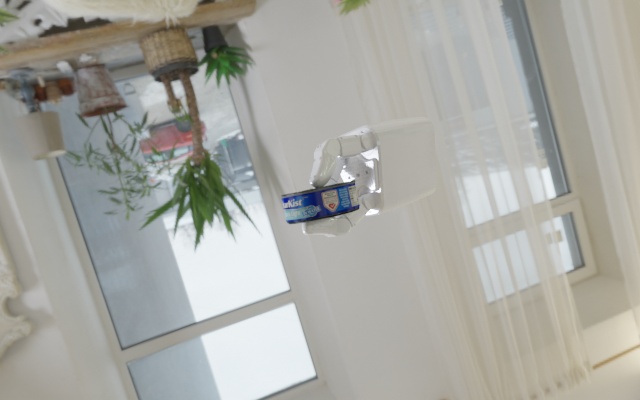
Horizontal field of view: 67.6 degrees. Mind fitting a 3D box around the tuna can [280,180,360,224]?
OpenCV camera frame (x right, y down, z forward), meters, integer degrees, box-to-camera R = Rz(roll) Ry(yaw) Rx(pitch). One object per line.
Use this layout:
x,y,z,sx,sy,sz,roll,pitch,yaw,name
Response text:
0.000,0.002,0.534,0.086,0.034,0.086,-12,2,0,tuna can
